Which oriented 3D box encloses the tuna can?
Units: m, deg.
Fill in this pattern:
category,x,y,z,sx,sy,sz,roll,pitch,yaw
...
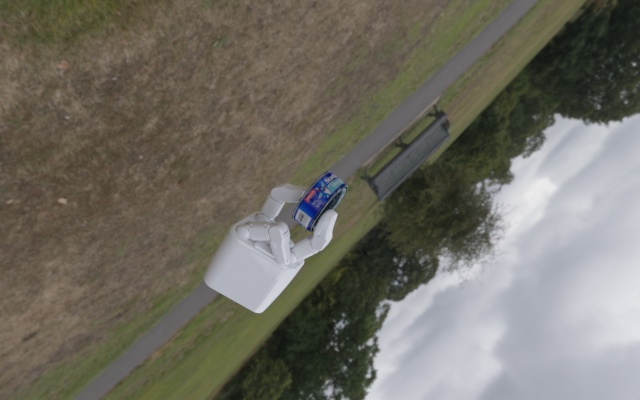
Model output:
category,x,y,z,sx,sy,sz,roll,pitch,yaw
tuna can,0.001,0.002,0.670,0.033,0.086,0.086,38,8,11
